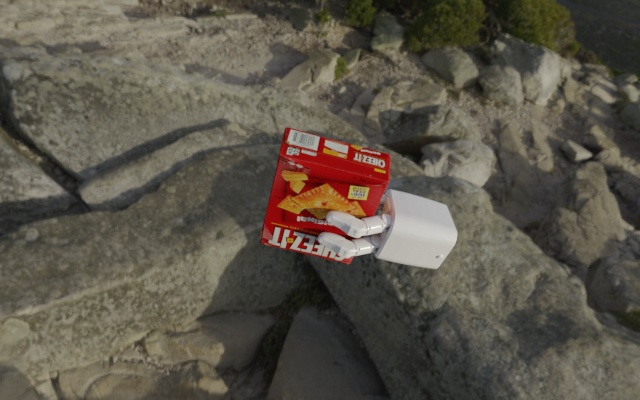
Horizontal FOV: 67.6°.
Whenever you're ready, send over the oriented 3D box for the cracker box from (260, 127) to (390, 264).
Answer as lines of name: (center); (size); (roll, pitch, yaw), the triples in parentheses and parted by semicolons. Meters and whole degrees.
cracker box: (0.000, 0.002, 0.761); (0.164, 0.072, 0.214); (14, -44, -4)
